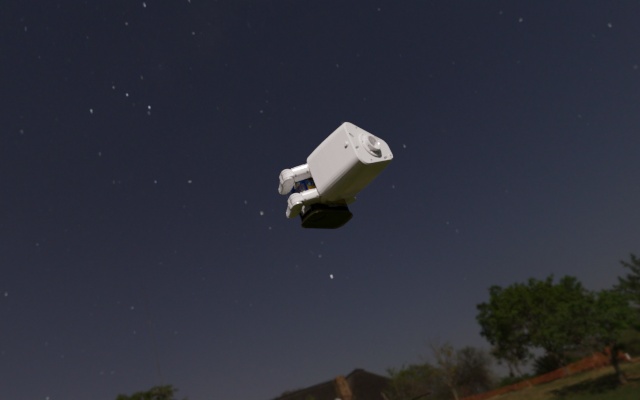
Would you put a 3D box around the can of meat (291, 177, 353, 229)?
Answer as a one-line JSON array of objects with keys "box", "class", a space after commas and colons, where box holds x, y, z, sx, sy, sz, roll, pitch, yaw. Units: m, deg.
[{"box": [0.000, 0.003, 0.897, 0.102, 0.084, 0.057, 4, -36, -39], "class": "can of meat"}]
